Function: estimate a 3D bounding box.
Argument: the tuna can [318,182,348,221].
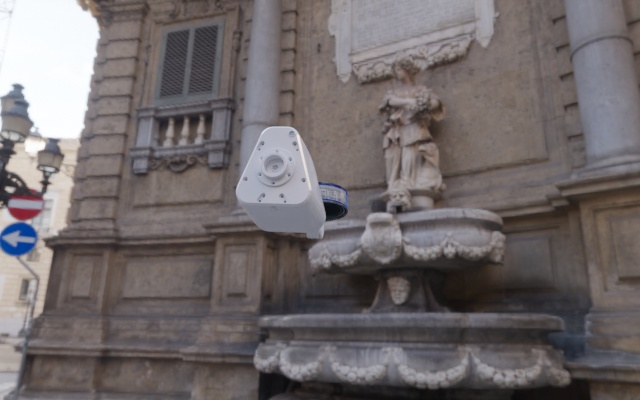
[{"bbox_3d":[0.000,0.002,0.747,0.086,0.033,0.086,2,-22,1],"label":"tuna can"}]
